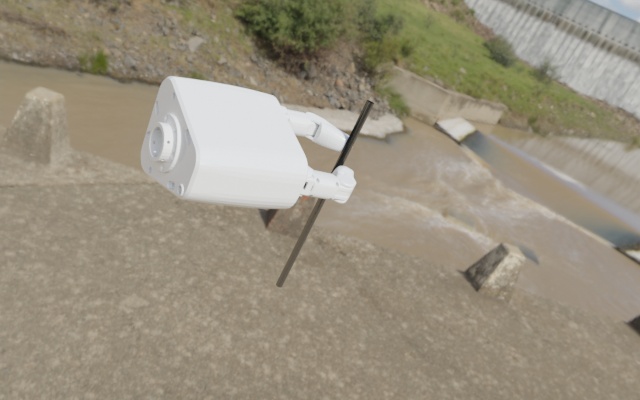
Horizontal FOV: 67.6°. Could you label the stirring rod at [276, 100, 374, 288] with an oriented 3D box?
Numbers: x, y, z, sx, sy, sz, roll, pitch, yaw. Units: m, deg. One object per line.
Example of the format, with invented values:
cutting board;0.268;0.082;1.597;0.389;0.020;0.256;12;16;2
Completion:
stirring rod;0.000;0.002;0.518;0.011;0.240;0.011;22;24;-10
